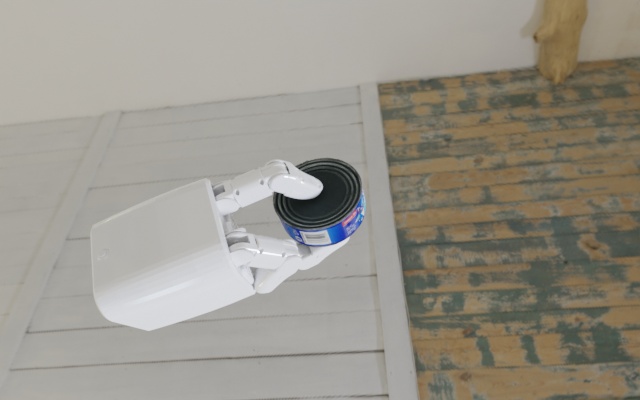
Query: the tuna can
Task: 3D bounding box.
[{"bbox_3d":[0.000,0.002,0.458,0.086,0.086,0.034,0,-37,16],"label":"tuna can"}]
